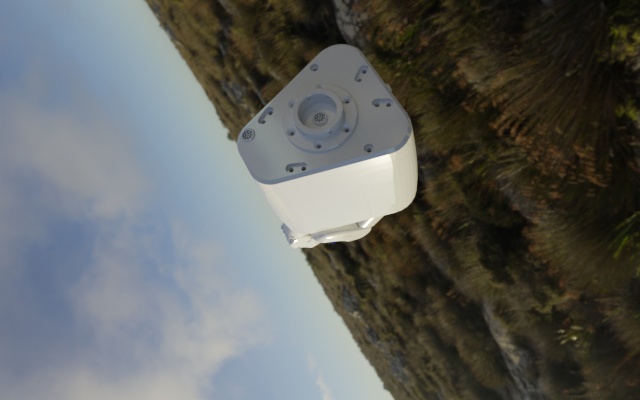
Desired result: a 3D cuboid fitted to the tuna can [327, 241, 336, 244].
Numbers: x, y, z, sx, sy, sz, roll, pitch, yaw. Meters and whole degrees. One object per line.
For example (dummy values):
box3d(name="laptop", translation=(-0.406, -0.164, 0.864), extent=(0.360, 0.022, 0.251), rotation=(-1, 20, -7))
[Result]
box3d(name="tuna can", translation=(0.000, 0.002, 0.486), extent=(0.034, 0.086, 0.086), rotation=(-34, -1, 1))
